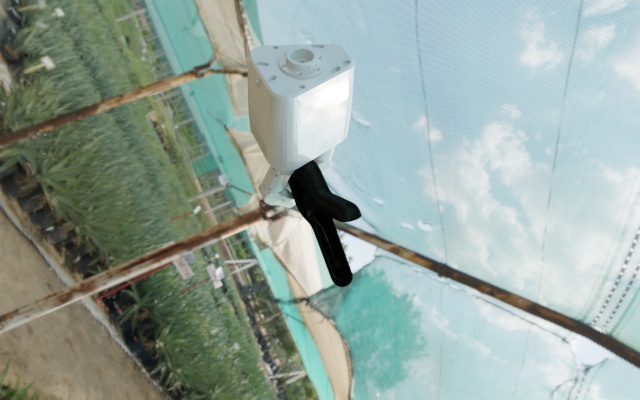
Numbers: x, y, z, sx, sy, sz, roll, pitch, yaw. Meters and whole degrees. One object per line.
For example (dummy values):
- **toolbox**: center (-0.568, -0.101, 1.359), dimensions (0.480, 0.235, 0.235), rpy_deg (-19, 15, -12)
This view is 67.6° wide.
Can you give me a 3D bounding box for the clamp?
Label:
- **clamp**: center (0.001, 0.002, 0.546), dimensions (0.039, 0.171, 0.120), rpy_deg (-14, -36, -25)
